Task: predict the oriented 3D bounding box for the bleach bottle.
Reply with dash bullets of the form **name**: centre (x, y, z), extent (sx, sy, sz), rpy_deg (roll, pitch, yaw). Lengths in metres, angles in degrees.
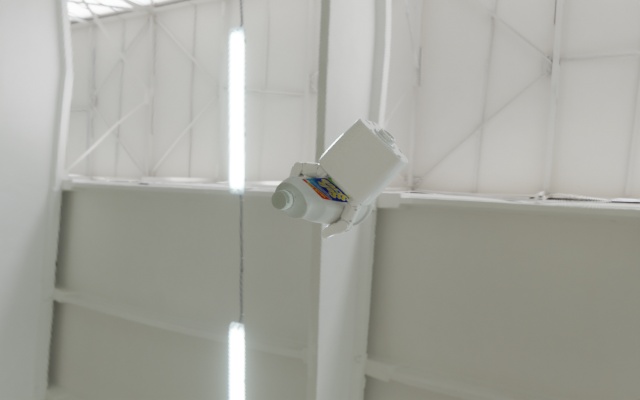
- **bleach bottle**: centre (0.000, 0.003, 0.847), extent (0.068, 0.102, 0.251), rpy_deg (-47, -19, 21)
